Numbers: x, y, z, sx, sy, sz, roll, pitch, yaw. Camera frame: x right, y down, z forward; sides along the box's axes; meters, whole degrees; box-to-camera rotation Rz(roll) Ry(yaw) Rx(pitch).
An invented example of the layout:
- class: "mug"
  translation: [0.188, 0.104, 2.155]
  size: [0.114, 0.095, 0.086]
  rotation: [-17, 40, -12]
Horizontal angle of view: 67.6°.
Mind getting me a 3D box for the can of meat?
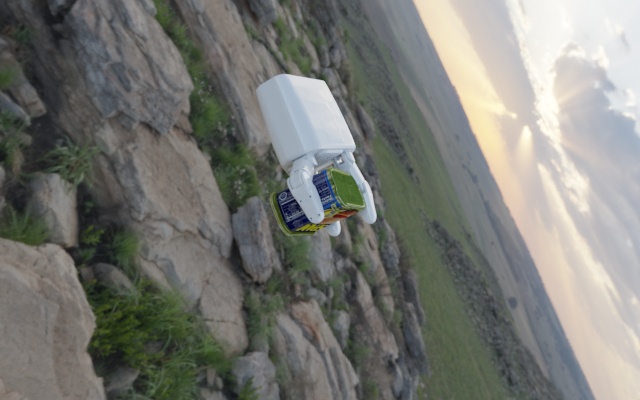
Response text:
- class: "can of meat"
  translation: [0.000, 0.002, 0.597]
  size: [0.084, 0.057, 0.102]
  rotation: [-26, -13, 20]
